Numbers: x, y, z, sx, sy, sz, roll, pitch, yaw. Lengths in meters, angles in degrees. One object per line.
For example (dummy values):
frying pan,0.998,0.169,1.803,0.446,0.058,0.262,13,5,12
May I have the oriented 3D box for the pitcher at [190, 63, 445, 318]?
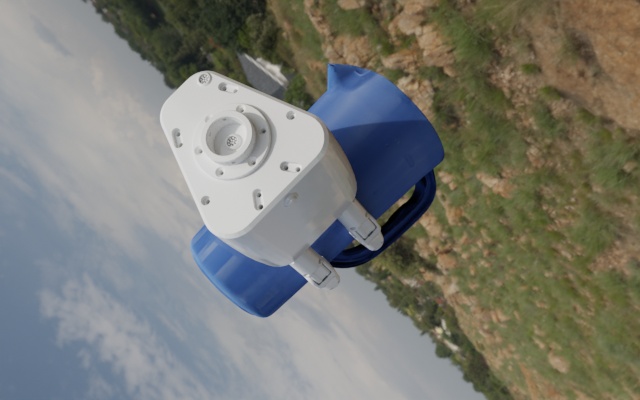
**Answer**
pitcher,0.000,0.001,0.476,0.149,0.243,0.145,44,-3,16
